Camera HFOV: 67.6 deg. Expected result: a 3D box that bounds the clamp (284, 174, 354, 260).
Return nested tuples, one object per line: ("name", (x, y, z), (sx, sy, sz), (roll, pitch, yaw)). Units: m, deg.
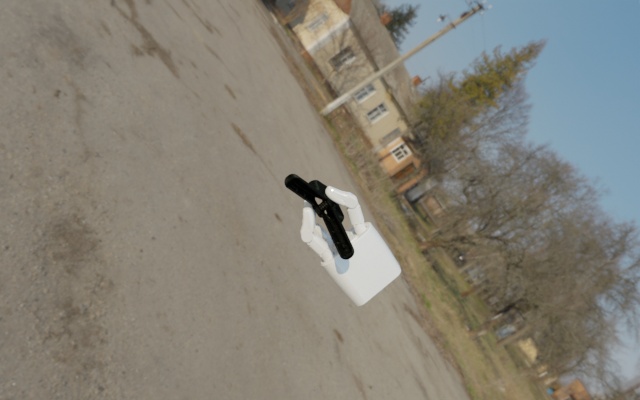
("clamp", (0.001, 0.002, 0.837), (0.036, 0.164, 0.210), (-35, 13, 10))
